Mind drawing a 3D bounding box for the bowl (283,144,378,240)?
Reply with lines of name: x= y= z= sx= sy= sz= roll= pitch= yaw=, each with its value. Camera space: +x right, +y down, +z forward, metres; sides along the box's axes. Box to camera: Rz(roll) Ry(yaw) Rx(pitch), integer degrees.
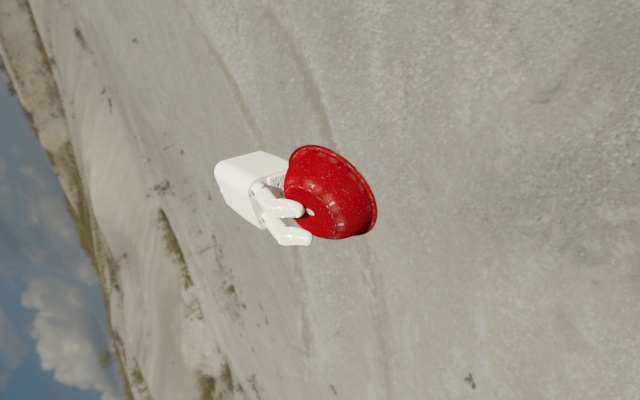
bowl: x=0.001 y=0.003 z=0.684 sx=0.162 sy=0.162 sz=0.055 roll=0 pitch=35 yaw=48
